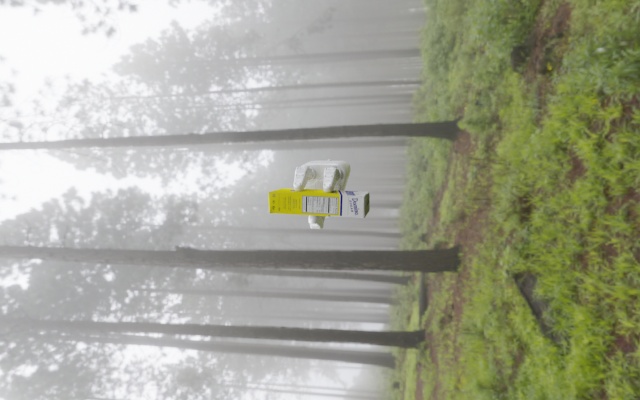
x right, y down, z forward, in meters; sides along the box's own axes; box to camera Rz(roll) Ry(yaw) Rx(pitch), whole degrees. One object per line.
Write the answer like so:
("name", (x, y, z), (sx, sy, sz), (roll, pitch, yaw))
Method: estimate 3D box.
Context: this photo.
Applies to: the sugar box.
("sugar box", (0.000, 0.002, 0.884), (0.176, 0.048, 0.093), (0, 7, 10))
